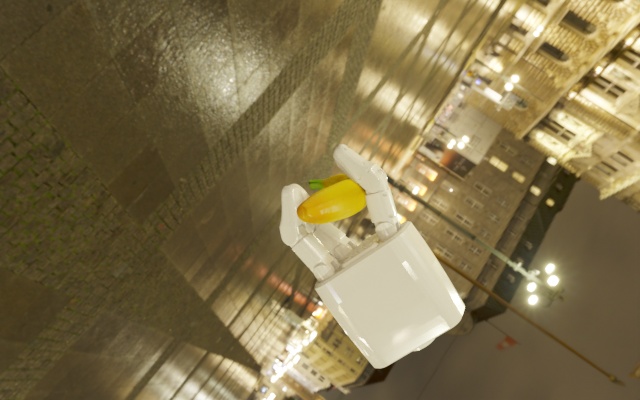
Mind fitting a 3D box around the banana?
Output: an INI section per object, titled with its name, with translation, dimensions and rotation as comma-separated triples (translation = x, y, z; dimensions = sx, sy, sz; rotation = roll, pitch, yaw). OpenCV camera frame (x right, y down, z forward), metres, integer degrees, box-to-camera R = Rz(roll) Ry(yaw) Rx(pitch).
[banana]
translation = 0.018, -0.004, 0.497
dimensions = 0.069, 0.037, 0.198
rotation = -15, 6, 4
